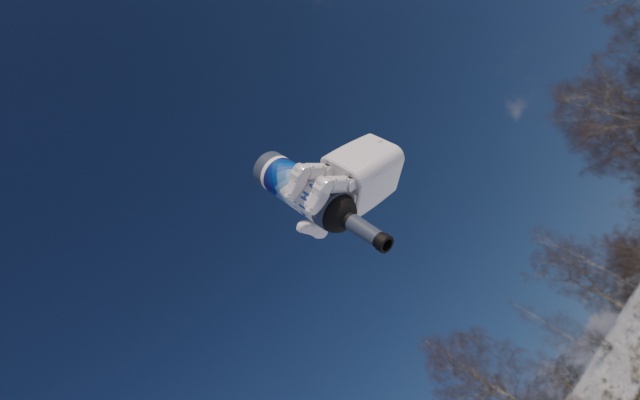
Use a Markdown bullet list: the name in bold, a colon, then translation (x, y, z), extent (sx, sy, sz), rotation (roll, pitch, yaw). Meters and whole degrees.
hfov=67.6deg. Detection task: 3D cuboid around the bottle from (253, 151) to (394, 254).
- **bottle**: translation (0.000, 0.002, 0.761), extent (0.069, 0.069, 0.295), rotation (0, 24, -44)
